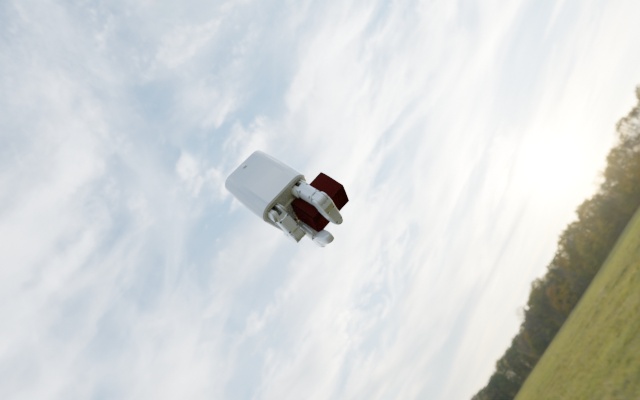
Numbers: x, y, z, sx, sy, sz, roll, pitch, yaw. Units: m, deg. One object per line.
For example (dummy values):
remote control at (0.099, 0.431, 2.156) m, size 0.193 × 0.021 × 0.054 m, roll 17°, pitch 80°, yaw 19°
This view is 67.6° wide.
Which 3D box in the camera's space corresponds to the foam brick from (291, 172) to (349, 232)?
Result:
foam brick at (0.000, 0.002, 0.784) m, size 0.051 × 0.078 × 0.053 m, roll 33°, pitch -19°, yaw 30°
